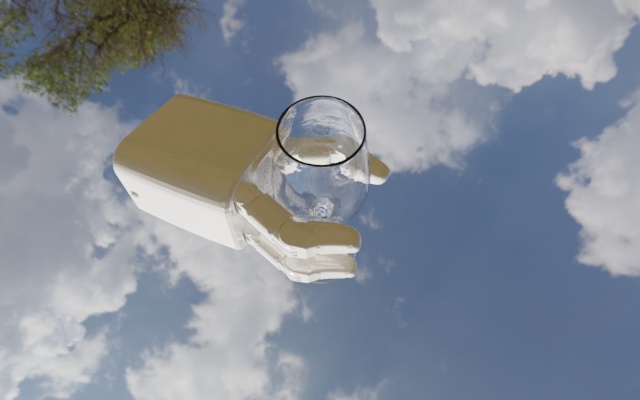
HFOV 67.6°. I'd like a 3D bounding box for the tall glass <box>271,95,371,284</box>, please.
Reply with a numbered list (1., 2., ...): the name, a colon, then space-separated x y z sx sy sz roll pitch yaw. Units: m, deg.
1. tall glass: 0.000 0.002 0.409 0.079 0.079 0.201 0 -30 -1
